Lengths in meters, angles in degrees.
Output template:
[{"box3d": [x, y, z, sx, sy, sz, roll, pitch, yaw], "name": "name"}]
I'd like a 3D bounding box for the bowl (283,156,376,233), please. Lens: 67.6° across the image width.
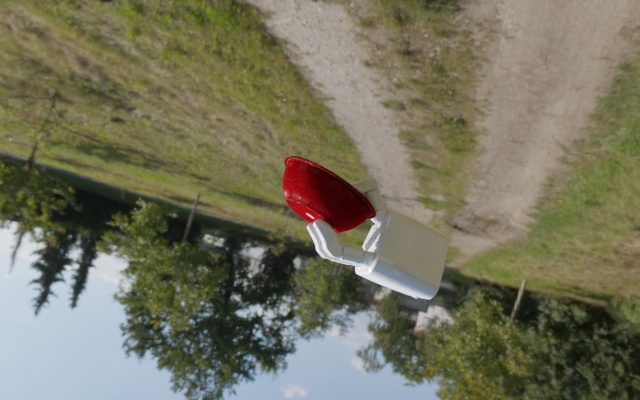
[{"box3d": [-0.001, 0.002, 0.717, 0.162, 0.055, 0.162, 31, -13, 8], "name": "bowl"}]
